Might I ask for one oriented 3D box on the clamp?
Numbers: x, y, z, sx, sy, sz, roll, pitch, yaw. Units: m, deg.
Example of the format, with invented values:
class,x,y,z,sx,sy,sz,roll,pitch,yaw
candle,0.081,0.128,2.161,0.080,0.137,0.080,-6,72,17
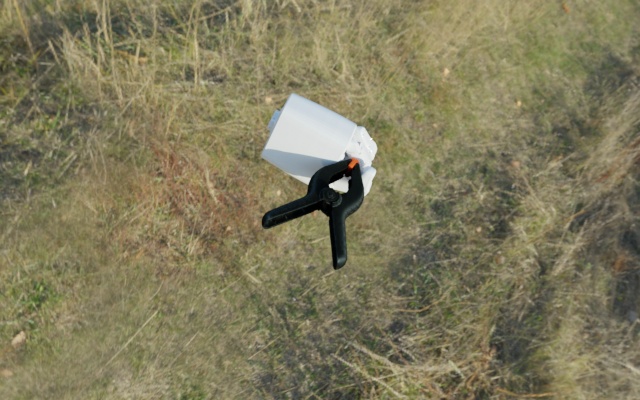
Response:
class,x,y,z,sx,sy,sz,roll,pitch,yaw
clamp,0.000,0.002,0.645,0.120,0.171,0.039,26,-38,-3
